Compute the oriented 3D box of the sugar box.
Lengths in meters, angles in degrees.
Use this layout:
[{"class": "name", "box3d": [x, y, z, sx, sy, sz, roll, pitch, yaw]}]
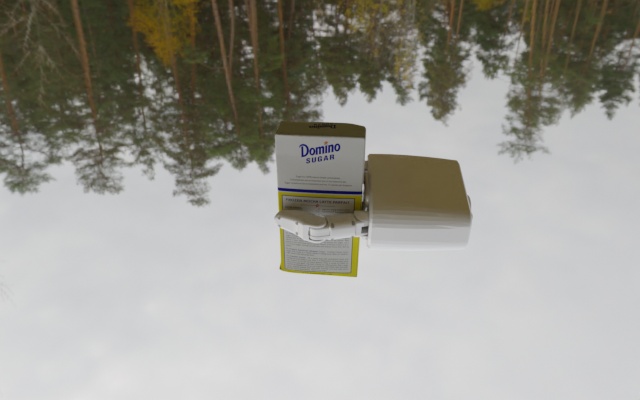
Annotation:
[{"class": "sugar box", "box3d": [0.000, 0.002, 0.530, 0.093, 0.176, 0.048, 3, 28, 3]}]
